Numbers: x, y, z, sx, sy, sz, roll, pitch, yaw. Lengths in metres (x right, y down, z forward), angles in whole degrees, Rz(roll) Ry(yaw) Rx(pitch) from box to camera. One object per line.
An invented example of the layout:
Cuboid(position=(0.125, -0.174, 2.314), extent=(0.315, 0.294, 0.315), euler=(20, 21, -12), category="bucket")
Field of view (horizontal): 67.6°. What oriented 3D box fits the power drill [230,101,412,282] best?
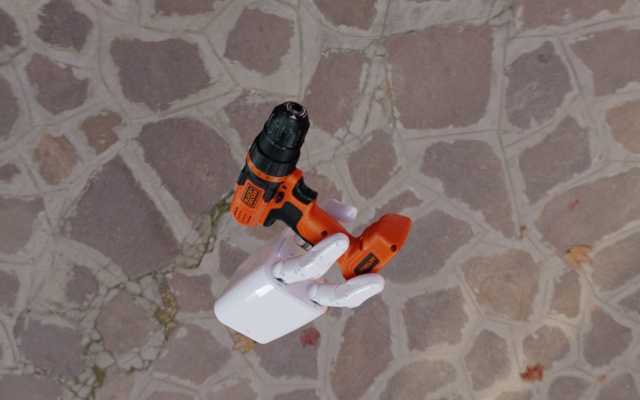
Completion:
Cuboid(position=(0.000, 0.002, 0.514), extent=(0.187, 0.057, 0.184), euler=(34, -41, 1), category="power drill")
